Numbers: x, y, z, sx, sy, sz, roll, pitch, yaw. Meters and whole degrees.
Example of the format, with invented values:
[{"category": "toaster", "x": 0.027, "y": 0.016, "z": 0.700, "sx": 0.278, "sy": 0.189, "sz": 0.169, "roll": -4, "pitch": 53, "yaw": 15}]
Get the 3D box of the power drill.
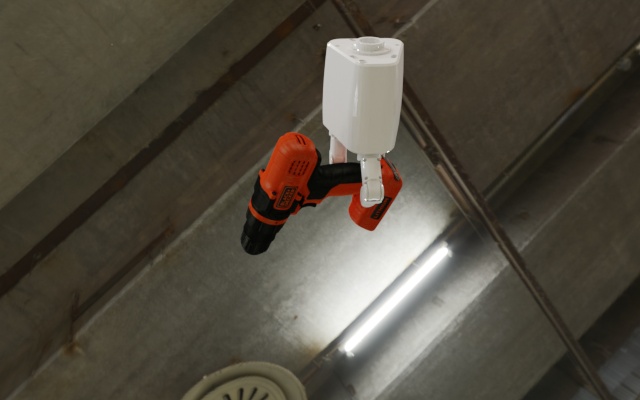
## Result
[{"category": "power drill", "x": 0.001, "y": 0.002, "z": 0.619, "sx": 0.187, "sy": 0.184, "sz": 0.057, "roll": 1, "pitch": 44, "yaw": -33}]
